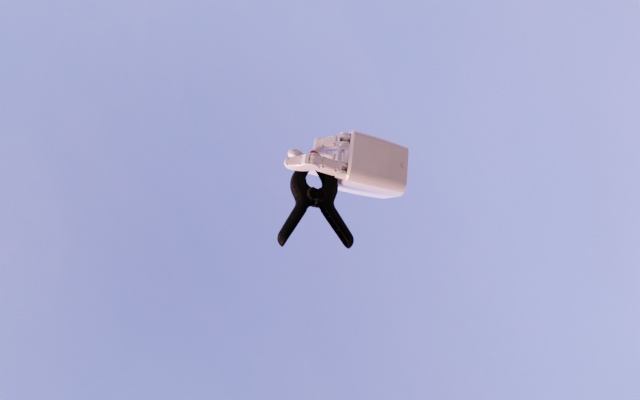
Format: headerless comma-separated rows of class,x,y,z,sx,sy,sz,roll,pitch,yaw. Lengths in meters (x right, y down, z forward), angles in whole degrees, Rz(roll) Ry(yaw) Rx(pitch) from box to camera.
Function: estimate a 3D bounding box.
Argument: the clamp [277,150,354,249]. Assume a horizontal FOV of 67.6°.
clamp,0.000,0.003,0.774,0.120,0.171,0.039,13,-23,-14
